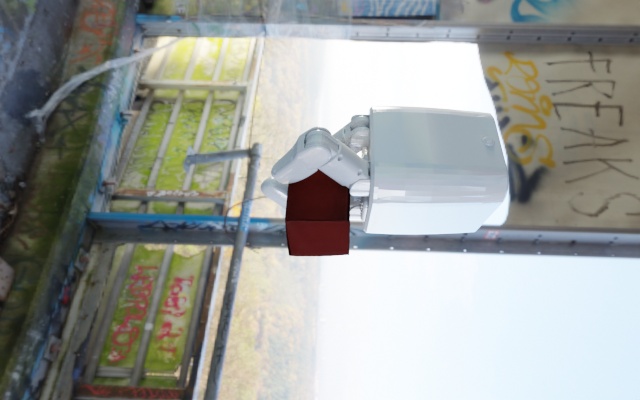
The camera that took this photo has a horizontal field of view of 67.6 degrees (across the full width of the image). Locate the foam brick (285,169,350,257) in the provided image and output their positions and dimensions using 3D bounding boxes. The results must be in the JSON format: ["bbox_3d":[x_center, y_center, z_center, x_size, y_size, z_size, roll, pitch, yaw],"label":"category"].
[{"bbox_3d":[0.000,0.002,0.401,0.051,0.078,0.053,2,-37,2],"label":"foam brick"}]
